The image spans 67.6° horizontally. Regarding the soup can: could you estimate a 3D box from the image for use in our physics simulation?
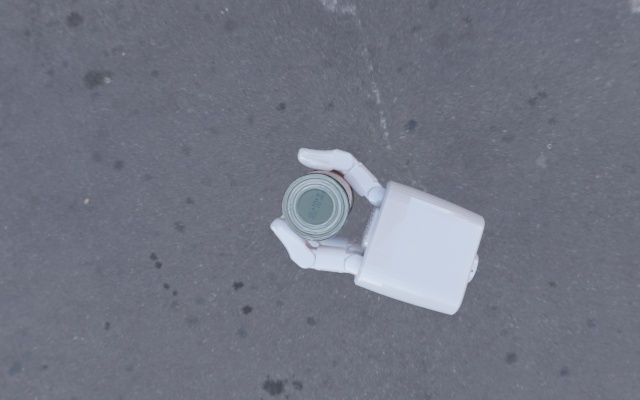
[{"bbox_3d":[0.000,0.001,0.504,0.068,0.068,0.102,0,6,6],"label":"soup can"}]
